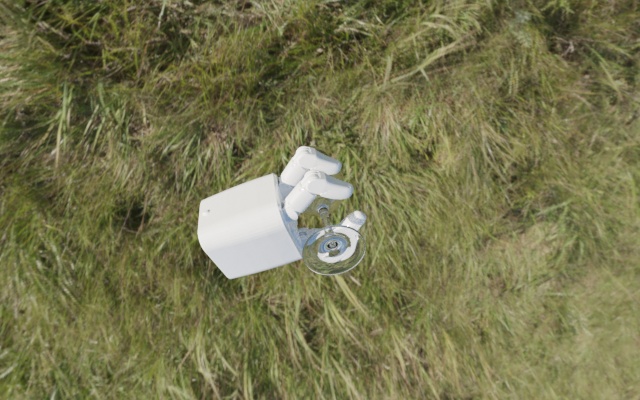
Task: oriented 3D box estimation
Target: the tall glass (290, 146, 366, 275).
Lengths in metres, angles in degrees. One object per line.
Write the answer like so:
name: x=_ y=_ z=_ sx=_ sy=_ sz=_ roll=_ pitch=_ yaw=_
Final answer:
tall glass: x=0.000 y=0.002 z=0.625 sx=0.079 sy=0.079 sz=0.201 roll=0 pitch=35 yaw=-11
